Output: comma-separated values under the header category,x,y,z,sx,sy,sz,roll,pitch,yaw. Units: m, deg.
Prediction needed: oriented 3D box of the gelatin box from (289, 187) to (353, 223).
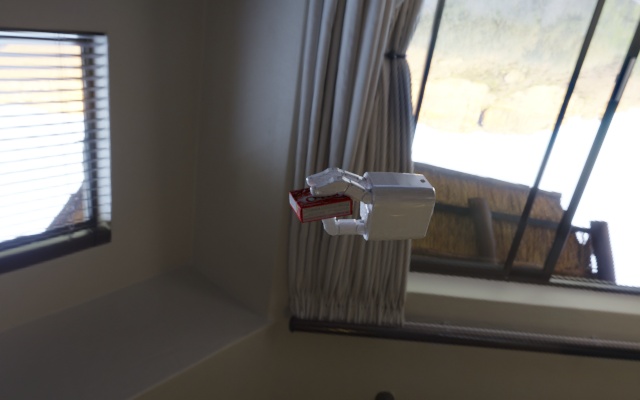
category,x,y,z,sx,sy,sz,roll,pitch,yaw
gelatin box,0.000,0.003,0.787,0.089,0.030,0.073,-10,26,-15
